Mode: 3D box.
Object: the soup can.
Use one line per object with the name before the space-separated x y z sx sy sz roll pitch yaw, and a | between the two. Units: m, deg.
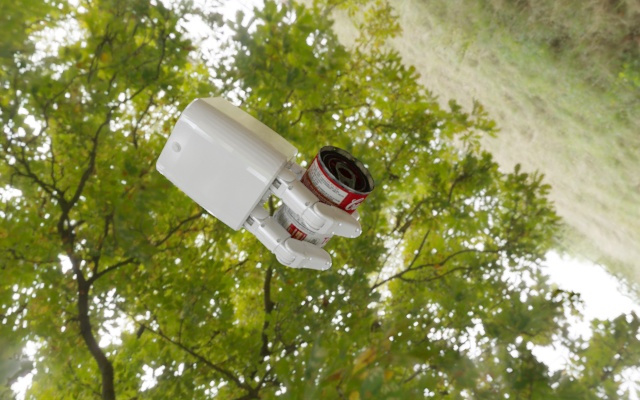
soup can | 0.000 0.002 0.508 0.068 0.068 0.102 0 -42 -47
